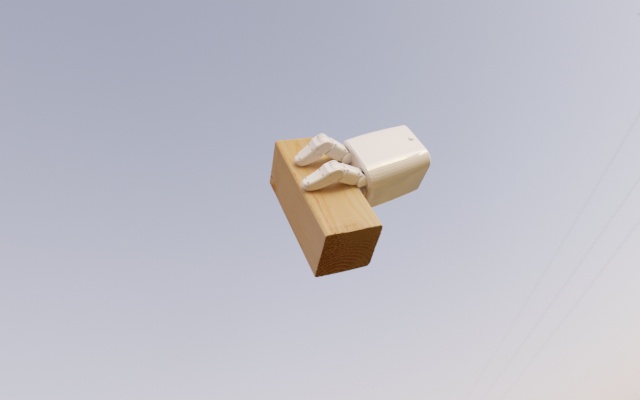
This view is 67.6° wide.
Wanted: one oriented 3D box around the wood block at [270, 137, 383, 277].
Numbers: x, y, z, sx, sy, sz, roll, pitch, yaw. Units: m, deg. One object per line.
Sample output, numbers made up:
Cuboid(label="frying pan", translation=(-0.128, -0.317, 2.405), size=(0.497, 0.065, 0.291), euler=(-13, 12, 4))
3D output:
Cuboid(label="wood block", translation=(0.000, 0.002, 0.724), size=(0.090, 0.091, 0.206), euler=(-9, 46, -22))
